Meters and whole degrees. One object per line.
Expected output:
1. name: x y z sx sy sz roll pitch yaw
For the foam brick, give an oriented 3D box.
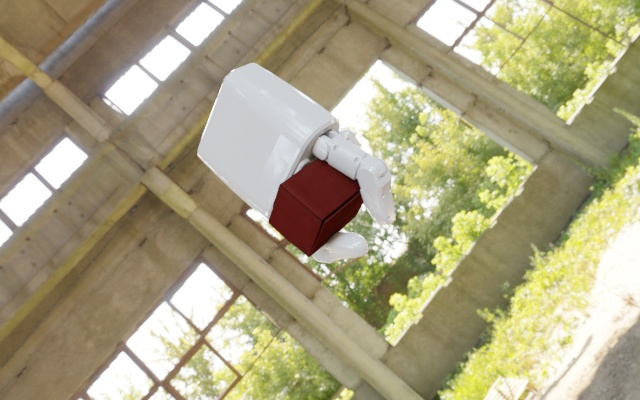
1. foam brick: 0.000 0.002 0.426 0.051 0.053 0.078 38 47 15
